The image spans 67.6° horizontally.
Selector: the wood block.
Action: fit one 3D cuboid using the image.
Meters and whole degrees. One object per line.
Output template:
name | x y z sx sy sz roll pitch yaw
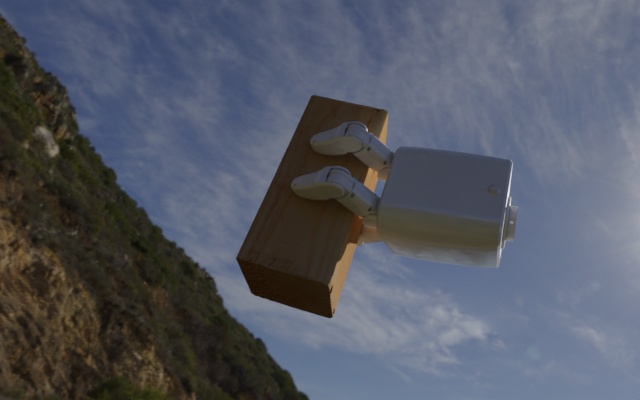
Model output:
wood block | 0.001 0.002 0.497 0.090 0.206 0.091 14 -31 13
